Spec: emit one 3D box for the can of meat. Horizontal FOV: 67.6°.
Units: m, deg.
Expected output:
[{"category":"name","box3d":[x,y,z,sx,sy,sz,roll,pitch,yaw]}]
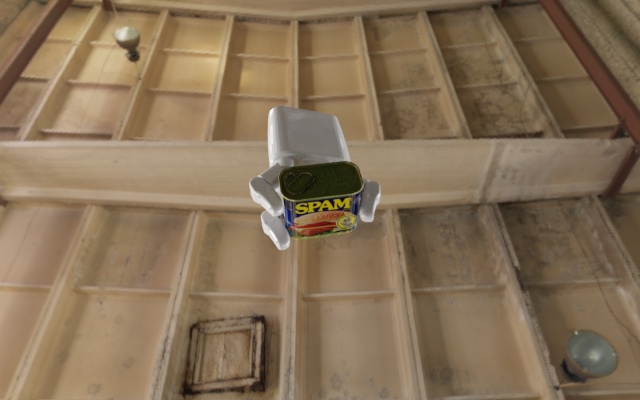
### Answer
[{"category":"can of meat","box3d":[0.000,0.002,0.612,0.102,0.057,0.084,-7,-41,-6]}]
